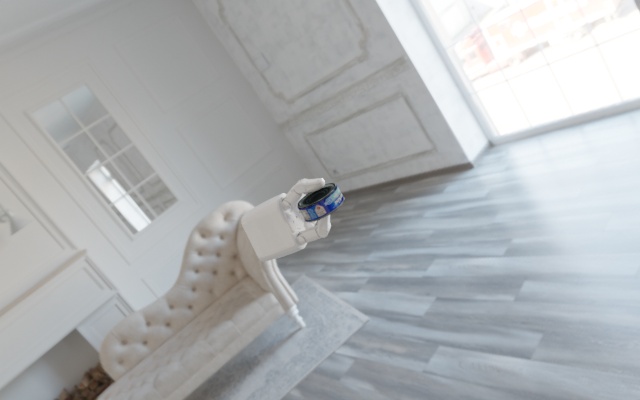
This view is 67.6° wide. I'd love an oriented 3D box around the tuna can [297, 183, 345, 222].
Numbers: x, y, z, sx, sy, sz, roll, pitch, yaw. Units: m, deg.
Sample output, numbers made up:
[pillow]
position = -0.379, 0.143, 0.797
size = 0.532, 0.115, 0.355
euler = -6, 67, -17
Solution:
[tuna can]
position = 0.000, 0.002, 0.892
size = 0.086, 0.034, 0.086
euler = -27, 17, 9
